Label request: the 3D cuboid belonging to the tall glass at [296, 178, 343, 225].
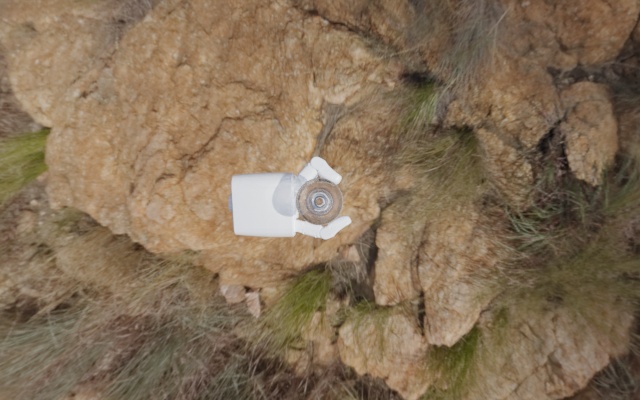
[{"bbox_3d":[0.000,0.003,0.841,0.079,0.079,0.201,0,-1,1],"label":"tall glass"}]
